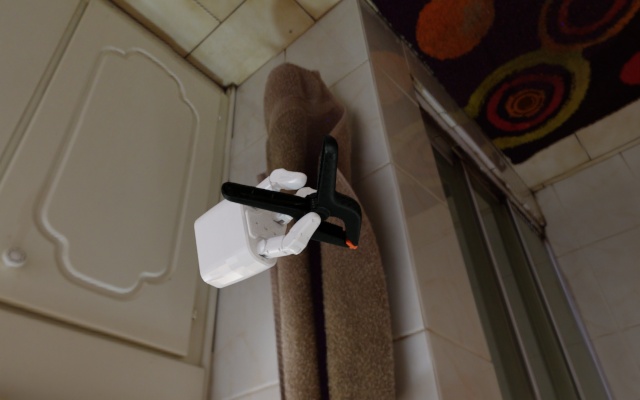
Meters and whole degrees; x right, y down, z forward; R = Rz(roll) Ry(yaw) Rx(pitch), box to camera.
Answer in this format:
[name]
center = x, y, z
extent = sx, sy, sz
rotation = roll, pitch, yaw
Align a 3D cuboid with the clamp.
[clamp]
center = 0.000, 0.003, 0.626
extent = 0.164, 0.036, 0.210
rotation = -27, -45, 29
